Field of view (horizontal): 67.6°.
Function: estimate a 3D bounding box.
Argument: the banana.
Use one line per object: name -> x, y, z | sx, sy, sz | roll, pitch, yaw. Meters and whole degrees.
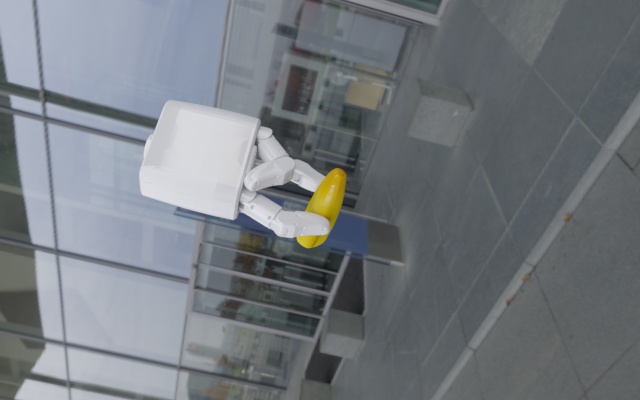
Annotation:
banana -> -0.004, 0.020, 0.583 | 0.037, 0.069, 0.198 | 14, -16, -5
